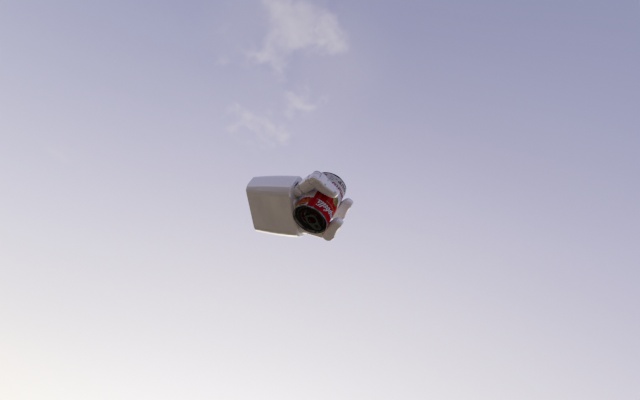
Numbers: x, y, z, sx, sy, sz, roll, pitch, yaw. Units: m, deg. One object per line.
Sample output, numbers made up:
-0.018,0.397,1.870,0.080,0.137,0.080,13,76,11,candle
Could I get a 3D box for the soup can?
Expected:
0.001,0.003,0.891,0.068,0.068,0.102,0,40,31,soup can
